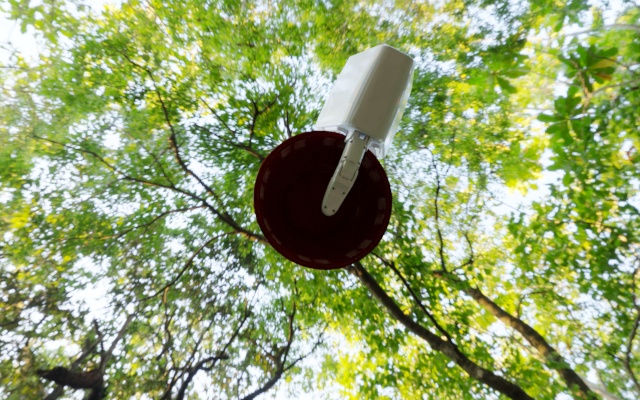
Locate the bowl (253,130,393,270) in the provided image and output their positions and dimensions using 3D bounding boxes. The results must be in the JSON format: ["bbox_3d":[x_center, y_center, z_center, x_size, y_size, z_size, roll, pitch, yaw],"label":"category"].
[{"bbox_3d":[-0.001,0.003,0.566,0.162,0.162,0.055,0,-9,-11],"label":"bowl"}]
